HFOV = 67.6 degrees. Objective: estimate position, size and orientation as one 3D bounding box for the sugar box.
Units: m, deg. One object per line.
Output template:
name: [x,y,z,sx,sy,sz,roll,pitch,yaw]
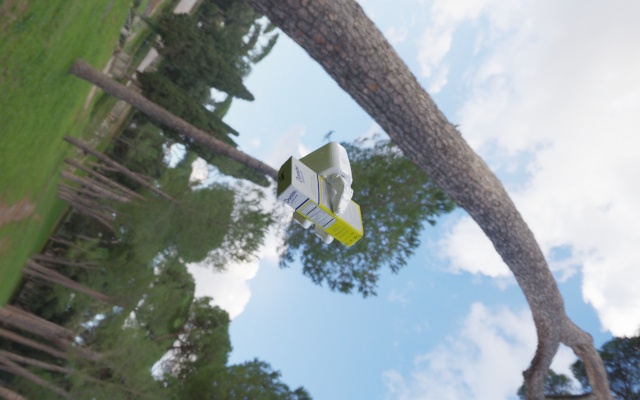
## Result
sugar box: [0.000,0.003,0.867,0.176,0.048,0.093,34,29,-25]
